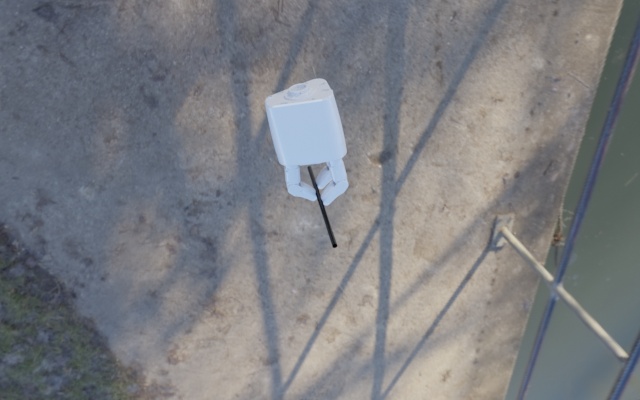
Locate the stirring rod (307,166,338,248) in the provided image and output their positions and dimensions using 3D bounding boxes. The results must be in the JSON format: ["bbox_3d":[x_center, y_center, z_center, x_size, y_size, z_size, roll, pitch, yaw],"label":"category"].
[{"bbox_3d":[0.000,0.003,0.807,0.011,0.011,0.239,0,33,-12],"label":"stirring rod"}]
